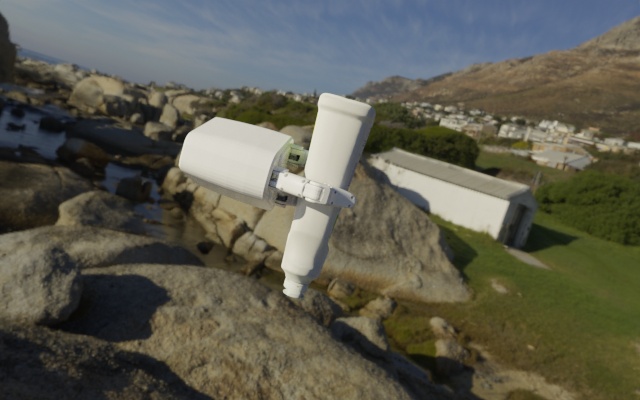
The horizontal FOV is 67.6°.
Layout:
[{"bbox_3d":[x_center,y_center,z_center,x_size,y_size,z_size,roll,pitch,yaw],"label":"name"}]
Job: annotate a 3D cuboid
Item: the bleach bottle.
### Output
[{"bbox_3d":[0.000,0.002,0.589,0.068,0.251,0.102,17,7,5],"label":"bleach bottle"}]
